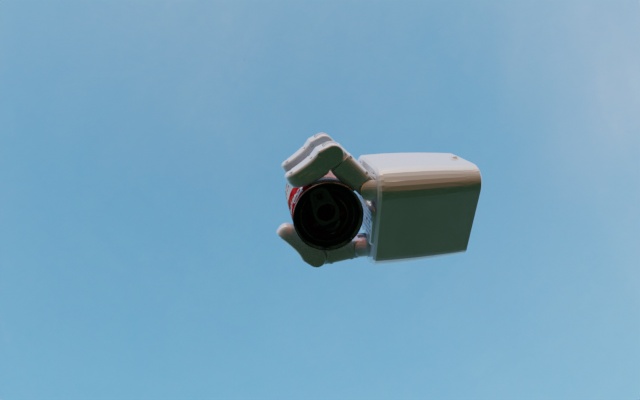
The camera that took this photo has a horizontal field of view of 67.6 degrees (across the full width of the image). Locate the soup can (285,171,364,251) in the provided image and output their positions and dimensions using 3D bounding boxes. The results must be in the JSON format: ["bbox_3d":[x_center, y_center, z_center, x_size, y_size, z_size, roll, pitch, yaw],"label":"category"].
[{"bbox_3d":[0.000,0.002,0.497,0.068,0.068,0.102,0,16,-9],"label":"soup can"}]
